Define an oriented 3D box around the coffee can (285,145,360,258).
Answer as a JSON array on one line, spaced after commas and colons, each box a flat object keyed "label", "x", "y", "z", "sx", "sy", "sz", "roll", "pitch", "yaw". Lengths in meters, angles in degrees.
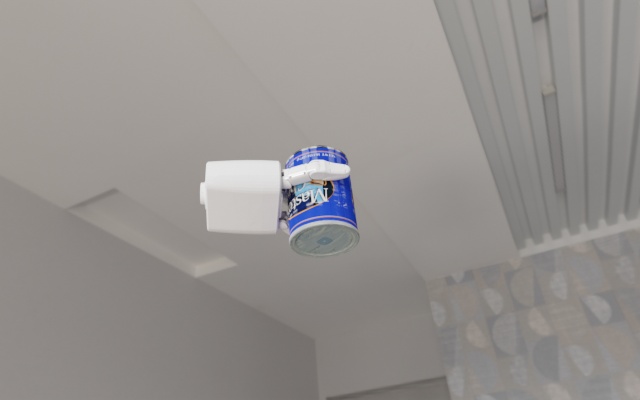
[{"label": "coffee can", "x": 0.000, "y": 0.002, "z": 0.729, "sx": 0.103, "sy": 0.140, "sz": 0.103, "roll": -4, "pitch": -33, "yaw": -3}]
